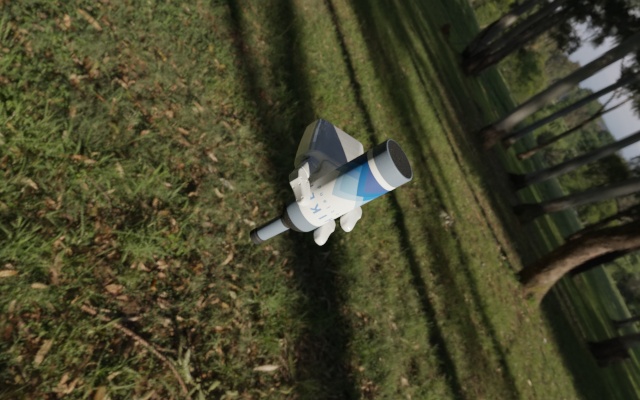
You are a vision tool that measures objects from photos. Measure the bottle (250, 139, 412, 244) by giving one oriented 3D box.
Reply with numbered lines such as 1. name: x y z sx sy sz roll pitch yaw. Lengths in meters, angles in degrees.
1. bottle: 0.000 0.002 0.749 0.296 0.069 0.069 -28 -15 30
